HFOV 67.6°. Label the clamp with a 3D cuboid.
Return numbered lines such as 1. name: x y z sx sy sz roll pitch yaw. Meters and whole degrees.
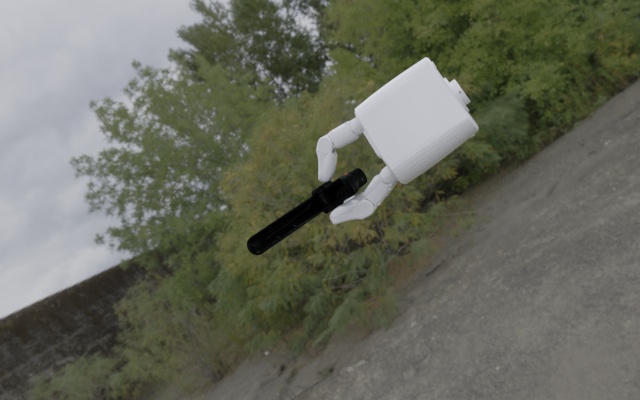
1. clamp: 0.000 0.001 0.625 0.164 0.036 0.210 -32 1 20
